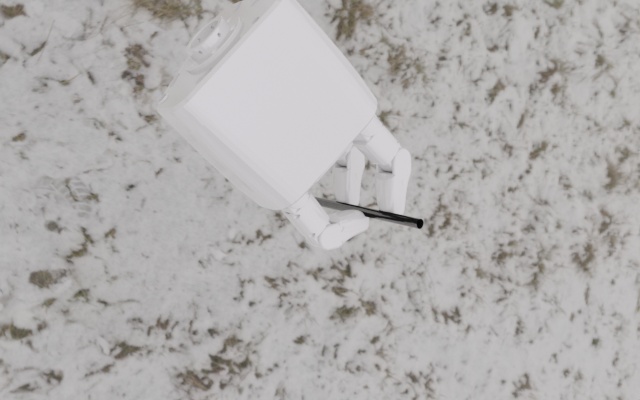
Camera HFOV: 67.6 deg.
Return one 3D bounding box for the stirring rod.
[{"bbox_3d":[0.000,0.001,0.453,0.011,0.011,0.239,0,8,-39],"label":"stirring rod"}]
